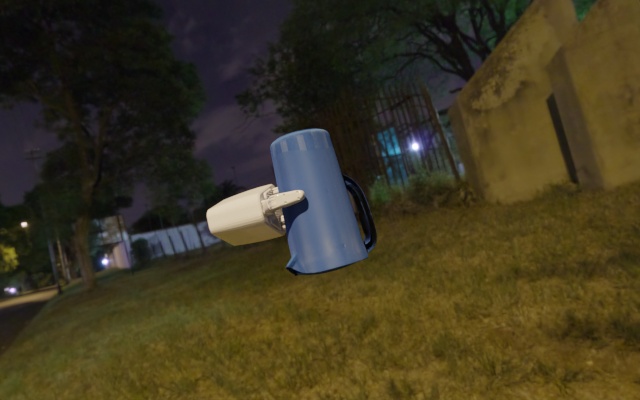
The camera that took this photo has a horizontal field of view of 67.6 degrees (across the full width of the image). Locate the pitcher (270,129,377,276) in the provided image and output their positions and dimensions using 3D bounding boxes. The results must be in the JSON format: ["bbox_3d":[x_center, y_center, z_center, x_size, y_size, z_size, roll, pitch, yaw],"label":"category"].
[{"bbox_3d":[0.000,0.003,0.839,0.145,0.243,0.149,-15,-5,15],"label":"pitcher"}]
